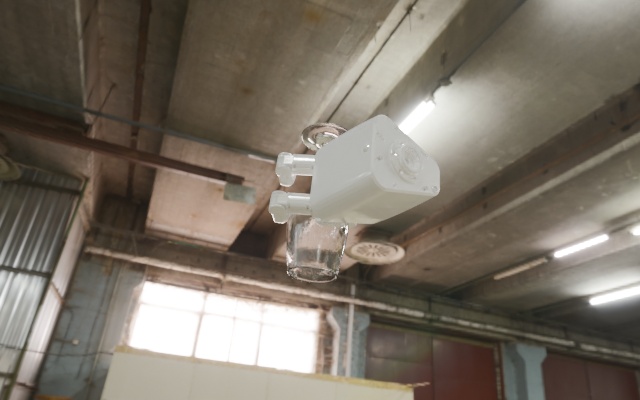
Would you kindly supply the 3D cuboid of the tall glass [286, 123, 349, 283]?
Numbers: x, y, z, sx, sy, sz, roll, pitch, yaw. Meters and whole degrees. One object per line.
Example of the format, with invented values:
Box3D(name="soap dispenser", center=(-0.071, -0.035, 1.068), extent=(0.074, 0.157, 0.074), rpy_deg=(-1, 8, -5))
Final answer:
Box3D(name="tall glass", center=(0.000, 0.001, 0.622), extent=(0.079, 0.201, 0.079), rpy_deg=(5, -26, 3))
